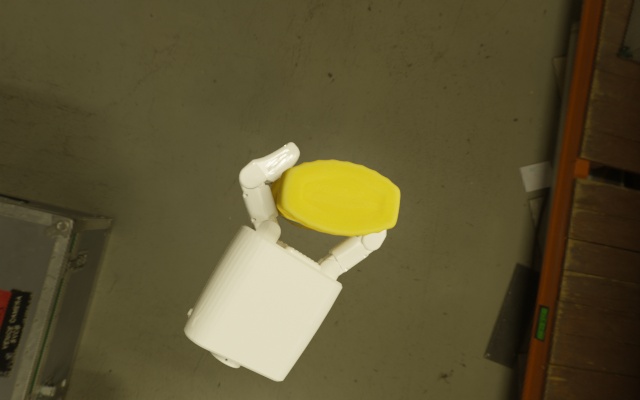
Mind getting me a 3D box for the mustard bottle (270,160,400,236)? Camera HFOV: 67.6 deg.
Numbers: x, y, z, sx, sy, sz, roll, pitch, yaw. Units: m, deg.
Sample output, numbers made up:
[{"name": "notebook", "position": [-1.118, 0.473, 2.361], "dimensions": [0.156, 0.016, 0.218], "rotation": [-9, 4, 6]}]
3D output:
[{"name": "mustard bottle", "position": [0.000, 0.001, 0.457], "dimensions": [0.096, 0.058, 0.191], "rotation": [8, -3, -10]}]
